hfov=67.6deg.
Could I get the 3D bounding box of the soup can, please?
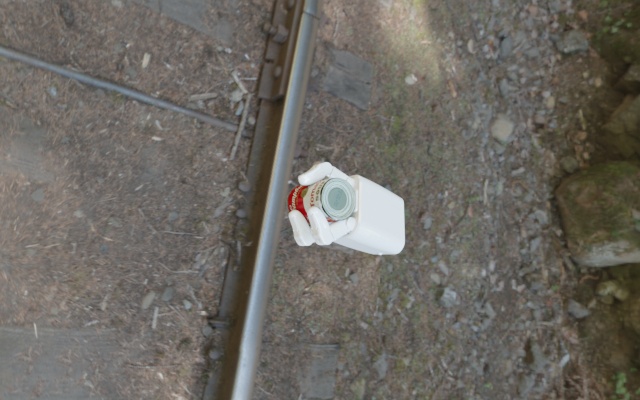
[{"bbox_3d":[0.000,0.002,0.764,0.068,0.068,0.102,0,-5,-34],"label":"soup can"}]
